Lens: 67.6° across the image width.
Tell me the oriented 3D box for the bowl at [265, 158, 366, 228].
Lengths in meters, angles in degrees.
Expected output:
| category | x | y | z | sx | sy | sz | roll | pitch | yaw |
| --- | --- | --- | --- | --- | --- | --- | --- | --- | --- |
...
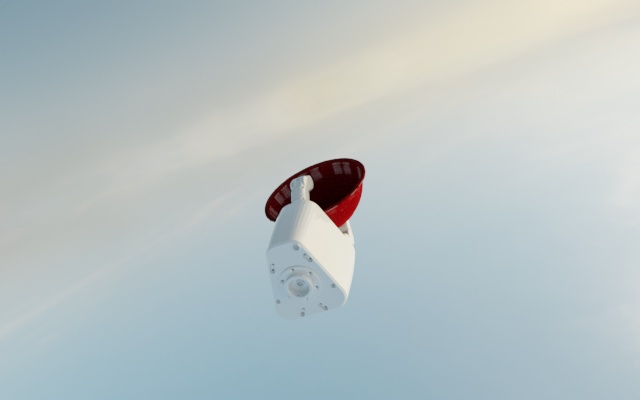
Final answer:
| category | x | y | z | sx | sy | sz | roll | pitch | yaw |
| --- | --- | --- | --- | --- | --- | --- | --- | --- | --- |
| bowl | 0.001 | 0.002 | 0.715 | 0.162 | 0.055 | 0.162 | -21 | 28 | 12 |
